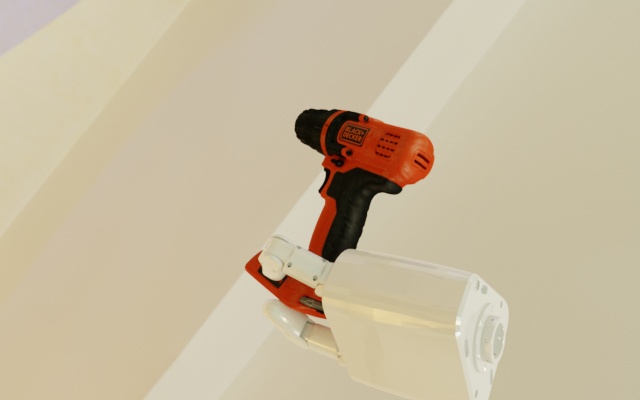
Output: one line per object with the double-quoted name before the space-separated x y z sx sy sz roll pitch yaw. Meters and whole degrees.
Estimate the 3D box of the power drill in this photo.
"power drill" 0.000 0.002 0.456 0.057 0.187 0.184 25 1 -37
